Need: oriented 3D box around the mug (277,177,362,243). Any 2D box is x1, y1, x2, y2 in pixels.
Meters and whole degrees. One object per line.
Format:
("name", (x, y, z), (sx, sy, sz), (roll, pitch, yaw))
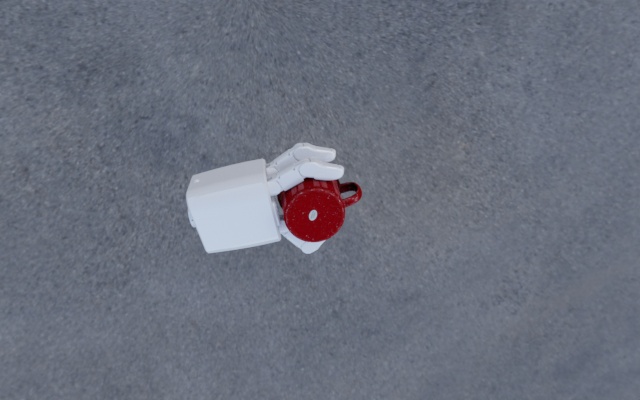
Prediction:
("mug", (0.002, 0.002, 0.654), (0.117, 0.093, 0.081), (-13, 25, -2))
